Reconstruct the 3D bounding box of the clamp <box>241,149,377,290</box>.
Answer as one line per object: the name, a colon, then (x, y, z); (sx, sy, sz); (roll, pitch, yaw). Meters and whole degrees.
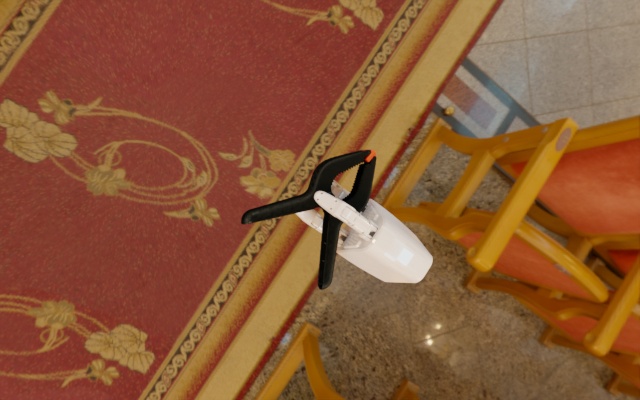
clamp: (0.001, 0.002, 0.681); (0.164, 0.210, 0.036); (35, -5, -20)
